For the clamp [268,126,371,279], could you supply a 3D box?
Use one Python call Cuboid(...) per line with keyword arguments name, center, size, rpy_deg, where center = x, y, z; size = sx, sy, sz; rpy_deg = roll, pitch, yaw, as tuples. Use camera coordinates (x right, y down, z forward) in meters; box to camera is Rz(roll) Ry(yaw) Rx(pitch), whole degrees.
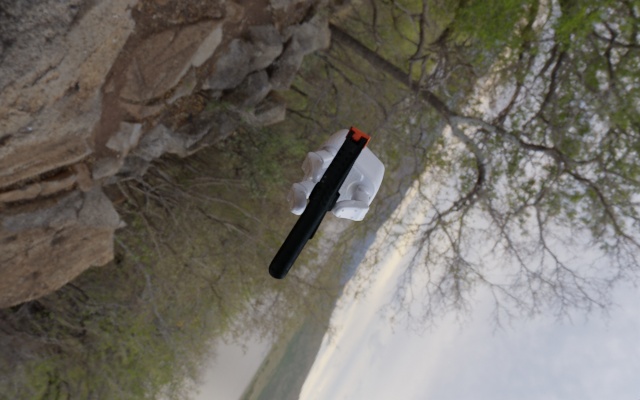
Cuboid(name="clamp", center=(0.001, 0.002, 0.633), size=(0.036, 0.210, 0.164), rpy_deg=(31, 27, 2))
